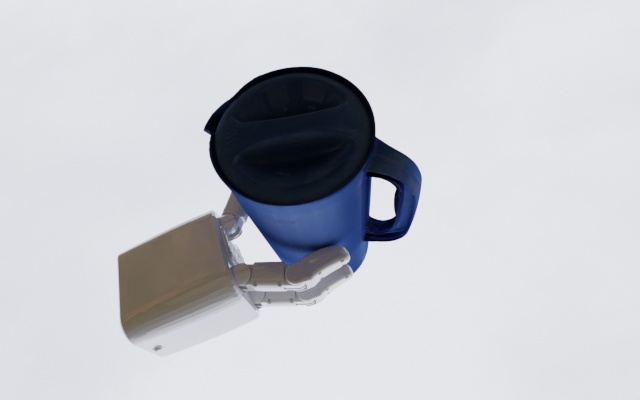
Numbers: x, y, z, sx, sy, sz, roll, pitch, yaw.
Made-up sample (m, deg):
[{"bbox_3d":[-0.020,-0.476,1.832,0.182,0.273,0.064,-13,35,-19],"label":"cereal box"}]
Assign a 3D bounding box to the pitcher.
[{"bbox_3d":[0.000,0.002,0.470,0.145,0.149,0.243,-26,-28,-6],"label":"pitcher"}]
